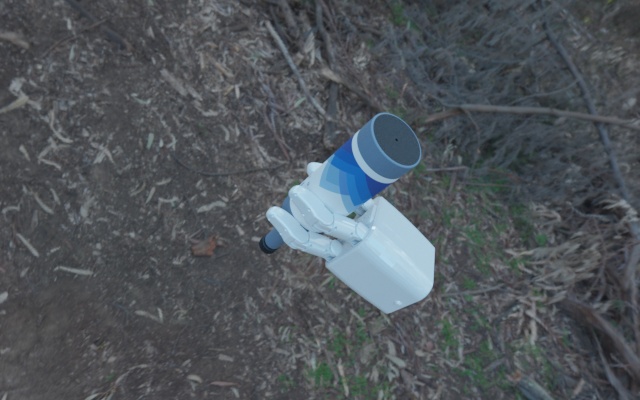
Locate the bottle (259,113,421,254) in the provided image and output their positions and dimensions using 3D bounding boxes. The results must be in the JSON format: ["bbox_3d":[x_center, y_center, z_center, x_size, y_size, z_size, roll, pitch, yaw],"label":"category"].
[{"bbox_3d":[0.000,0.002,0.595,0.069,0.069,0.296,0,-26,-36],"label":"bottle"}]
